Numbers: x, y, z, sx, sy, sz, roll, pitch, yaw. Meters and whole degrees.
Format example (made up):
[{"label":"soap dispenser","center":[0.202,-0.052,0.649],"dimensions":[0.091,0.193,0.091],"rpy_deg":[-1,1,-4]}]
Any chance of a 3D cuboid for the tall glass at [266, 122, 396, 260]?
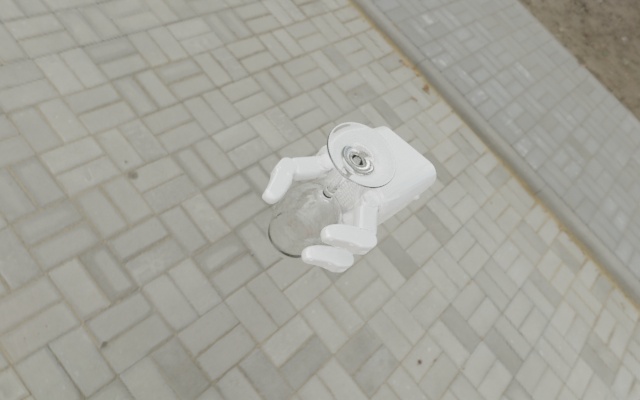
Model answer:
[{"label":"tall glass","center":[0.000,0.001,0.532],"dimensions":[0.079,0.079,0.201],"rpy_deg":[0,-28,-27]}]
